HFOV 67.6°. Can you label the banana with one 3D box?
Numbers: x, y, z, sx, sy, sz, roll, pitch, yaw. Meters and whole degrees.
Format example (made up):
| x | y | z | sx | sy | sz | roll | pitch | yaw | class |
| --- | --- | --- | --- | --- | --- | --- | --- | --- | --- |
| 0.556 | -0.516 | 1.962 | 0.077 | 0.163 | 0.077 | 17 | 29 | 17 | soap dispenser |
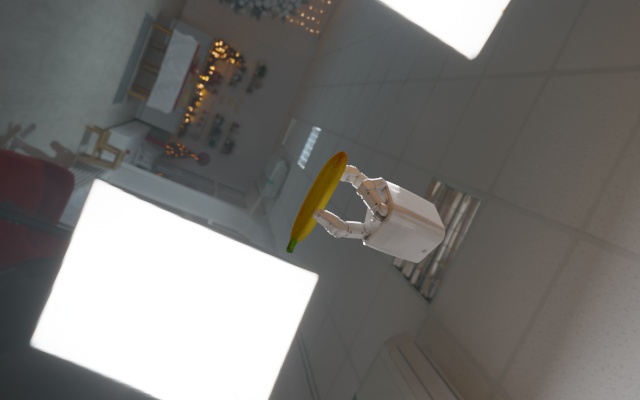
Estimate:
| x | y | z | sx | sy | sz | roll | pitch | yaw | class |
| --- | --- | --- | --- | --- | --- | --- | --- | --- | --- |
| -0.003 | -0.002 | 0.809 | 0.037 | 0.198 | 0.069 | 23 | 19 | -13 | banana |
